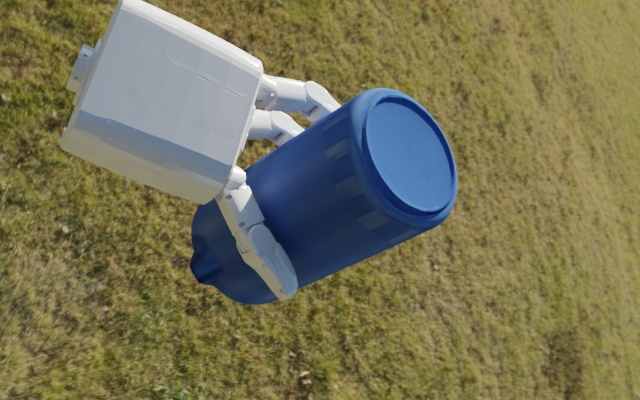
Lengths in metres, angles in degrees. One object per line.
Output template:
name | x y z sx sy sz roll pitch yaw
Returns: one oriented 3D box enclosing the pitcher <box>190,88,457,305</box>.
pitcher | 0.000 0.001 0.425 0.145 0.149 0.243 25 -33 -28
